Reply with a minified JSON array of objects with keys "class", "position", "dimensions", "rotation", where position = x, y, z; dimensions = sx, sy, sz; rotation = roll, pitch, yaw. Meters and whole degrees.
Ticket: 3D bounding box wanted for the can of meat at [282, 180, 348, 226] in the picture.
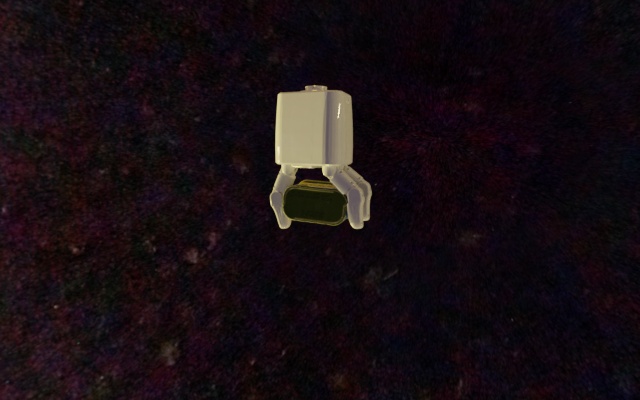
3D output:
[{"class":"can of meat","position":[0.000,0.002,0.729],"dimensions":[0.102,0.057,0.084],"rotation":[6,8,13]}]
